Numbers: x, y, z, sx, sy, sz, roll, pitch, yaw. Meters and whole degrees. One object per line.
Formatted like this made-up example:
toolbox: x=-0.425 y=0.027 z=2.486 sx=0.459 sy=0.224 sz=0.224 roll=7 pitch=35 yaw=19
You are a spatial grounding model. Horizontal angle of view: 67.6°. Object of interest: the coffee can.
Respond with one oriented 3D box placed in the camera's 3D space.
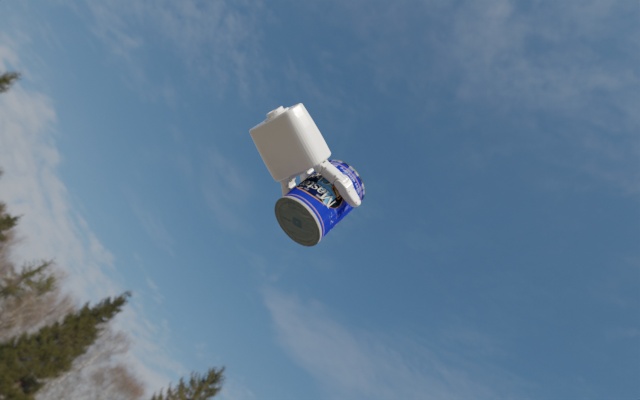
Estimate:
coffee can: x=0.000 y=0.003 z=0.873 sx=0.103 sy=0.103 sz=0.140 roll=0 pitch=31 yaw=45
